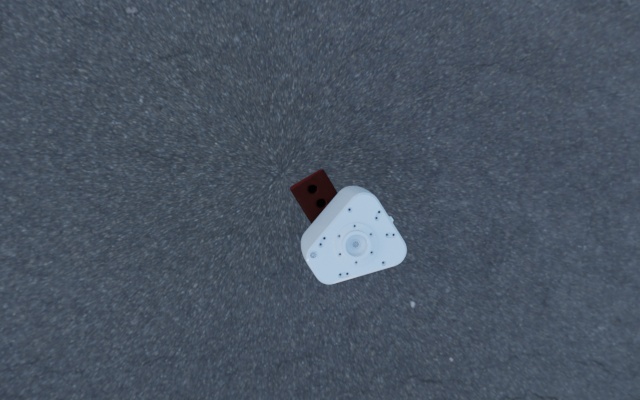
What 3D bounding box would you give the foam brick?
[{"bbox_3d":[0.000,0.002,0.650,0.053,0.078,0.051,-32,5,0],"label":"foam brick"}]
